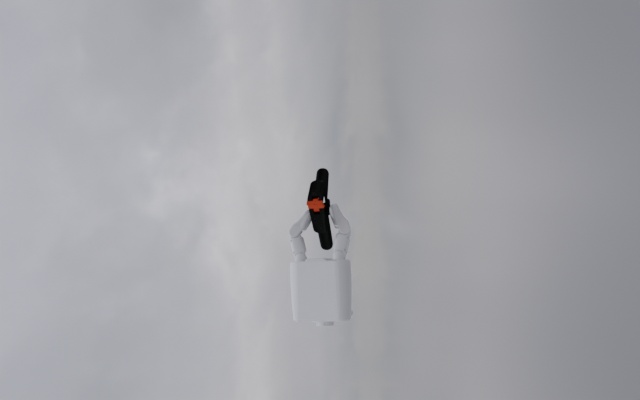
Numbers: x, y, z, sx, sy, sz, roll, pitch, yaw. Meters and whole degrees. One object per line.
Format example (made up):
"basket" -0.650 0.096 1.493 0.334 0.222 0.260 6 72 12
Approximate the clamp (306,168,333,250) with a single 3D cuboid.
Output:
"clamp" -0.001 0.003 0.881 0.036 0.164 0.210 -5 -10 5
